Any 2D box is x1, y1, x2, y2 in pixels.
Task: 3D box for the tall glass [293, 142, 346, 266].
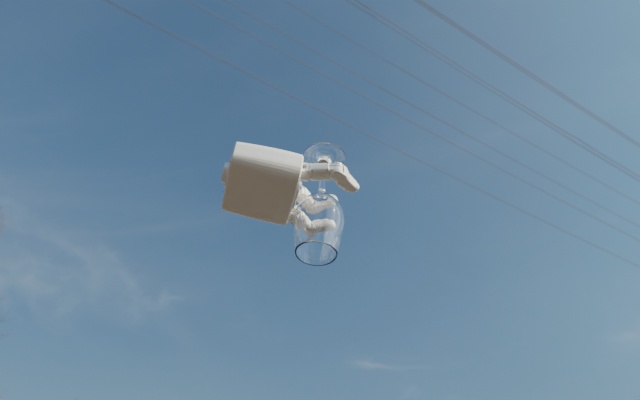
[{"bbox_3d":[0.000,0.002,0.749,0.079,0.200,0.079,3,-41,2],"label":"tall glass"}]
